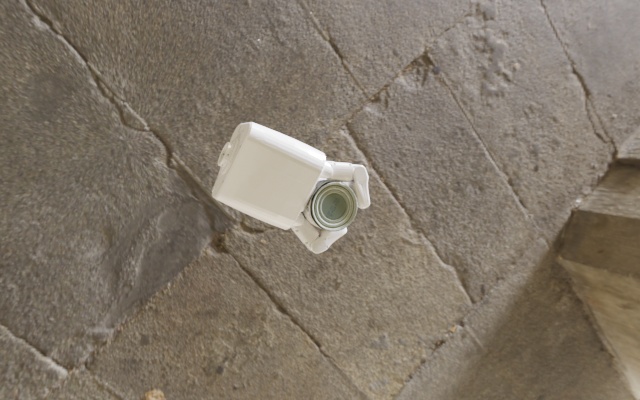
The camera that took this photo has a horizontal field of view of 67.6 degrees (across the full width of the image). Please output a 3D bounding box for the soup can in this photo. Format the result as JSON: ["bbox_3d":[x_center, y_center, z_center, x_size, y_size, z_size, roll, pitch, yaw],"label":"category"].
[{"bbox_3d":[0.001,0.002,0.661,0.068,0.068,0.102,0,7,-22],"label":"soup can"}]
